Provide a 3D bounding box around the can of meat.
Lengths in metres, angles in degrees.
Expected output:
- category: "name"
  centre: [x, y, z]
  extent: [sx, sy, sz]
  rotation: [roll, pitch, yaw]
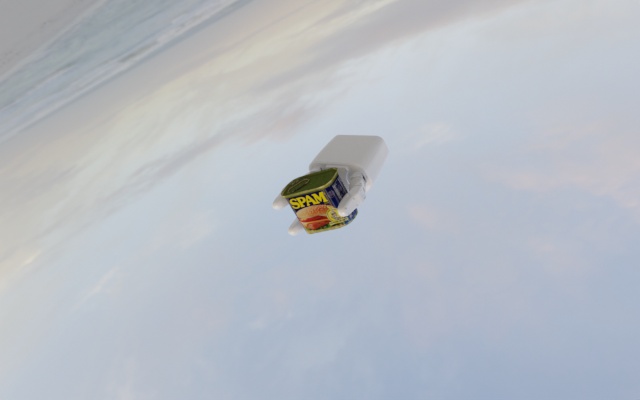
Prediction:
- category: "can of meat"
  centre: [0.000, 0.003, 0.779]
  extent: [0.102, 0.084, 0.057]
  rotation: [-13, 29, 34]
